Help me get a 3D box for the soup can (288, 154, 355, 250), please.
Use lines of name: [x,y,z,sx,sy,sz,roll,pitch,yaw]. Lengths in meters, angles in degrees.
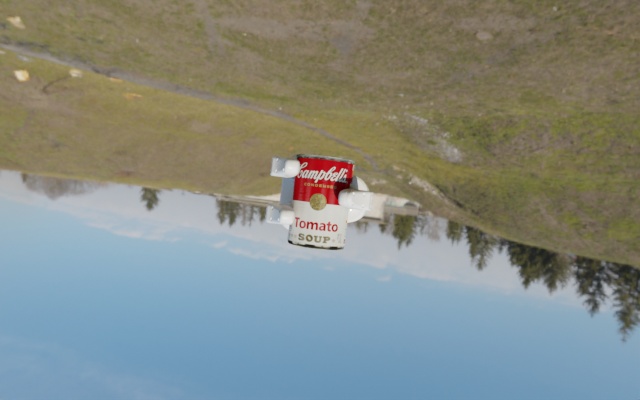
soup can: [0.000,0.002,0.549,0.068,0.102,0.068,7,1,0]
